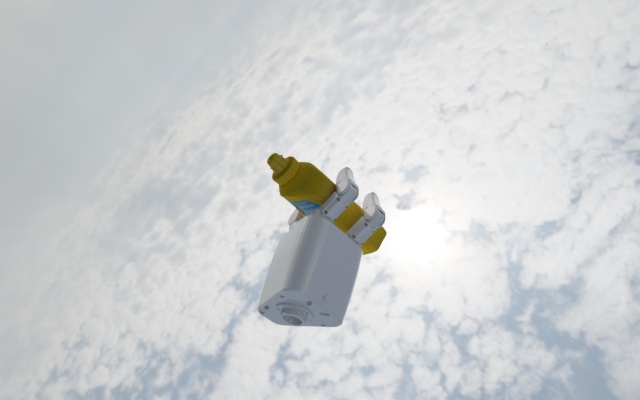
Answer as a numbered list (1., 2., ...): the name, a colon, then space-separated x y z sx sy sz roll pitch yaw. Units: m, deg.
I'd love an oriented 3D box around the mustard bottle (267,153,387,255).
1. mustard bottle: 0.000 0.002 0.655 0.192 0.058 0.096 41 -18 -27
